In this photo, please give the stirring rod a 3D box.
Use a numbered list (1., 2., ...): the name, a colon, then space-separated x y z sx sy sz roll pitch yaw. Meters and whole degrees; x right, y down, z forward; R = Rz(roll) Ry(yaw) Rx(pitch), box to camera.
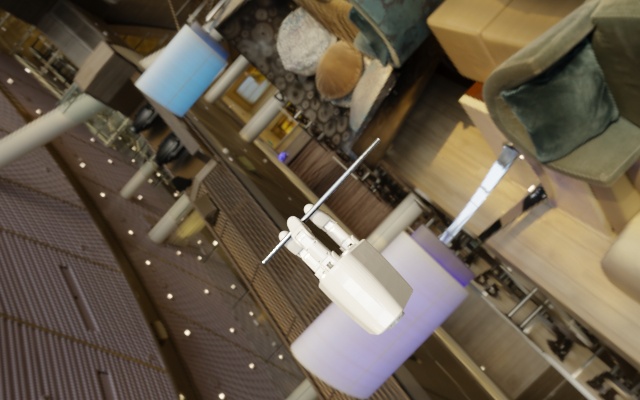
1. stirring rod: 0.000 0.002 0.678 0.011 0.239 0.011 43 5 -5
